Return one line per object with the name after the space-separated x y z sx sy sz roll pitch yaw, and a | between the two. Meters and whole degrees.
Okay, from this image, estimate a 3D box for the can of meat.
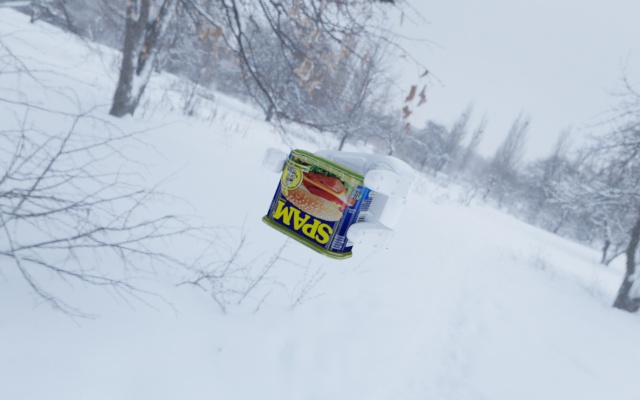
0.000 0.001 0.498 0.102 0.084 0.057 26 11 24 | can of meat
